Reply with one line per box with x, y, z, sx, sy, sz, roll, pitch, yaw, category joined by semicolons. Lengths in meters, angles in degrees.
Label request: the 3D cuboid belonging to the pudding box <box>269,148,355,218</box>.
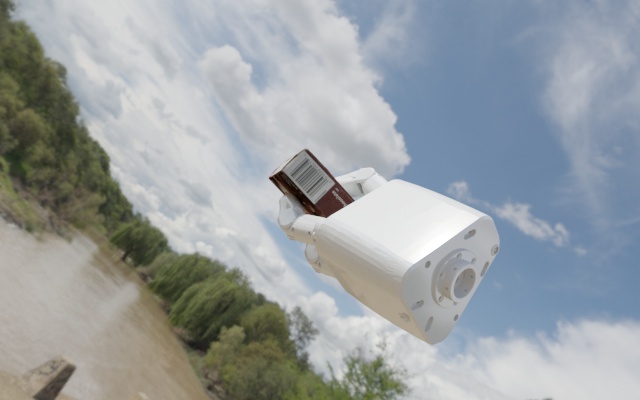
0.000;0.002;0.509;0.039;0.113;0.090;-43;8;-13;pudding box
